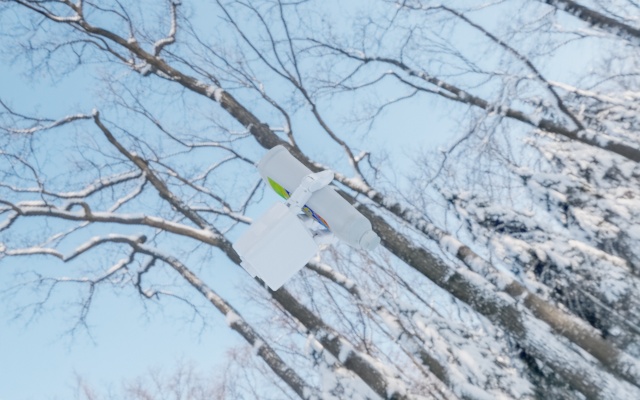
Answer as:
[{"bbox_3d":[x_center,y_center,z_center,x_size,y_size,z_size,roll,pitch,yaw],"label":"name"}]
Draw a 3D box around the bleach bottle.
[{"bbox_3d":[0.000,0.003,0.824,0.250,0.068,0.103,37,-15,33],"label":"bleach bottle"}]
